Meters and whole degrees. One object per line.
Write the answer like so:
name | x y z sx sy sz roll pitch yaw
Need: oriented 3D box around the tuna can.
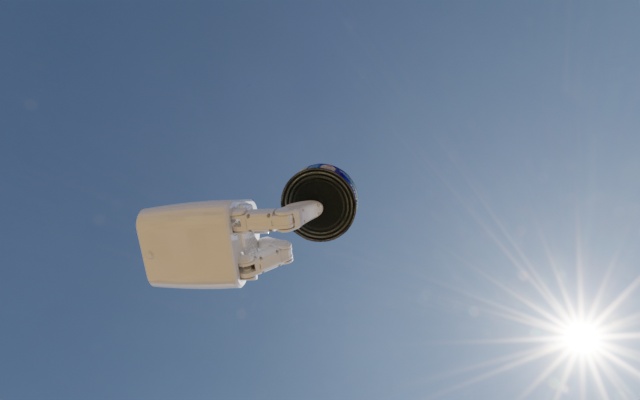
tuna can | 0.000 0.002 0.545 0.086 0.086 0.033 0 15 11
